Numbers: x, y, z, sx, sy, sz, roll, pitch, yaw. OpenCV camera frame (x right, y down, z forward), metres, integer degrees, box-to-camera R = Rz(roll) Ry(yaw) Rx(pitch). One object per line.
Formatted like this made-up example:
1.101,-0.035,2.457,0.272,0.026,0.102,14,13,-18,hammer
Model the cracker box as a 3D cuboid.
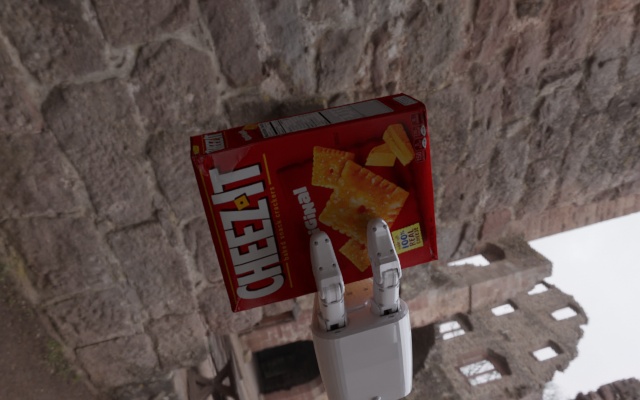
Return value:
0.000,0.001,0.461,0.213,0.164,0.072,-13,24,-9,cracker box
